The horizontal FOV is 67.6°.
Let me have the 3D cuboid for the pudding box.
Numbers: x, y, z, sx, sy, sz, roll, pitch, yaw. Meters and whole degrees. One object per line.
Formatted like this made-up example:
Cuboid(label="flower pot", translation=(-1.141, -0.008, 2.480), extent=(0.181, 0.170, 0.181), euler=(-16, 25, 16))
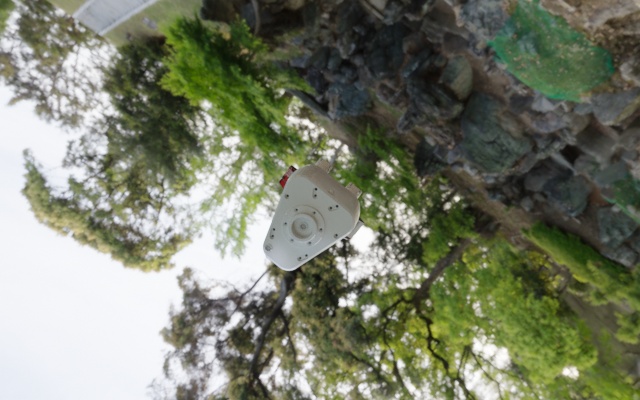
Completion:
Cuboid(label="pudding box", translation=(0.000, 0.002, 0.704), extent=(0.113, 0.039, 0.090), euler=(35, 10, -29))
